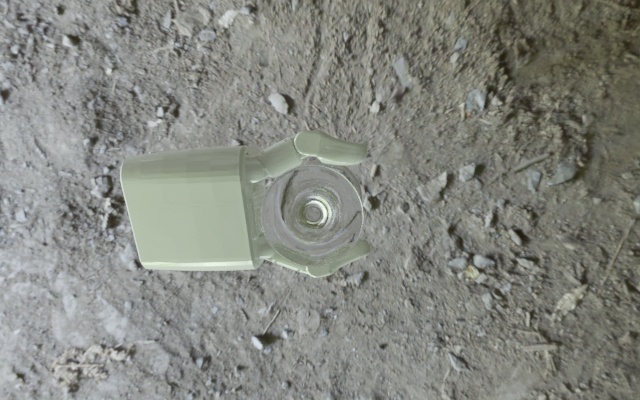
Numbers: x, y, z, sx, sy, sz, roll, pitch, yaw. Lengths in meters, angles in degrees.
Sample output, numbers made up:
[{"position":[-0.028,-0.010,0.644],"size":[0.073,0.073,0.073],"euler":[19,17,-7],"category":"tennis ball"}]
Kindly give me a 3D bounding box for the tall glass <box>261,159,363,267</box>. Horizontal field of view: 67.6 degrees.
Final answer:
[{"position":[0.000,0.002,0.441],"size":[0.079,0.079,0.201],"euler":[0,6,4],"category":"tall glass"}]
